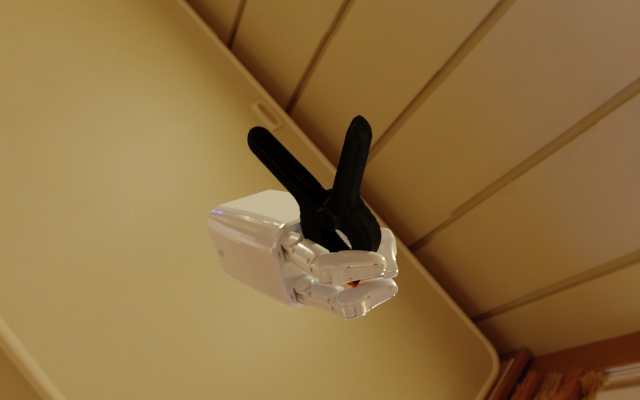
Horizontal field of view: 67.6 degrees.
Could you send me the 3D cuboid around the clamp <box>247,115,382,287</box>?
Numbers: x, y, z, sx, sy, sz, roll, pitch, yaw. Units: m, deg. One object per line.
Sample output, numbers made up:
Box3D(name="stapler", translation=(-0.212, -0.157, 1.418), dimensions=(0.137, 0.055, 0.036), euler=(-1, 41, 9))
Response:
Box3D(name="clamp", translation=(0.001, 0.001, 0.426), dimensions=(0.120, 0.172, 0.039), euler=(14, 39, 36))
